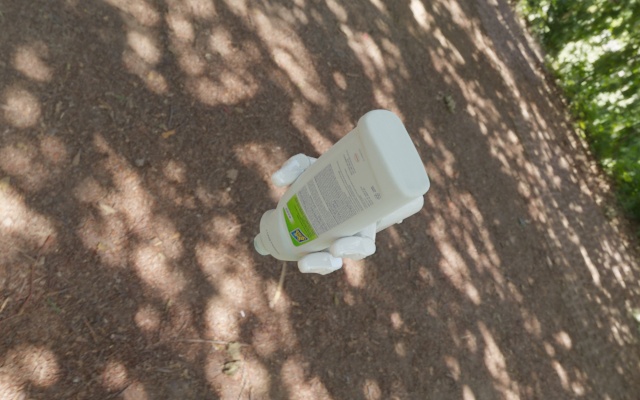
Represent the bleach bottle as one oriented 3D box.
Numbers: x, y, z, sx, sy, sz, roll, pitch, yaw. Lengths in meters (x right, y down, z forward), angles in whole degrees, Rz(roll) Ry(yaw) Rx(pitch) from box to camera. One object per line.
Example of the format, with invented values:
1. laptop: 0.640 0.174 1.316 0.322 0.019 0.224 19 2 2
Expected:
1. bleach bottle: 0.000 0.002 0.558 0.251 0.102 0.068 -32 -11 41
